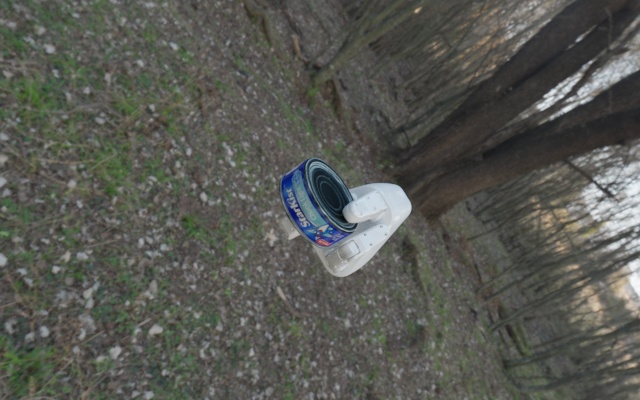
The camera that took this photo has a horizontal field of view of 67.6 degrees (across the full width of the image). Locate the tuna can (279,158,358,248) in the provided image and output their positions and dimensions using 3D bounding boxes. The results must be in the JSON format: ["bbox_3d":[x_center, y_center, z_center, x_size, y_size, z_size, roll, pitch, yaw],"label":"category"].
[{"bbox_3d":[0.000,0.001,0.469,0.034,0.086,0.086,-32,-15,25],"label":"tuna can"}]
